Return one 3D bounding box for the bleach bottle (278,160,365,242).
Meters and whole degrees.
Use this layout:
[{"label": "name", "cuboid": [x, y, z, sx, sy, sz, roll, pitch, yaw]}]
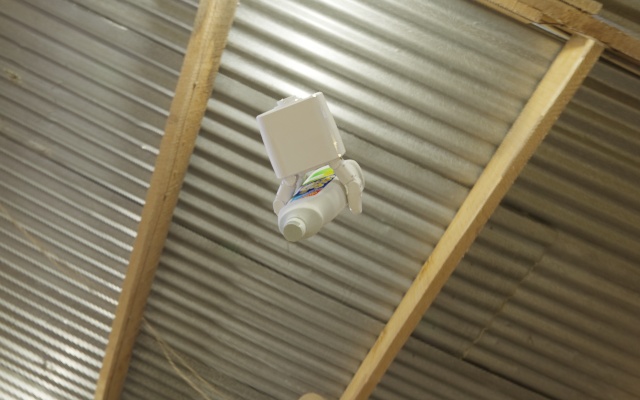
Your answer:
[{"label": "bleach bottle", "cuboid": [0.000, 0.003, 0.779, 0.102, 0.068, 0.250, -15, 14, 20]}]
